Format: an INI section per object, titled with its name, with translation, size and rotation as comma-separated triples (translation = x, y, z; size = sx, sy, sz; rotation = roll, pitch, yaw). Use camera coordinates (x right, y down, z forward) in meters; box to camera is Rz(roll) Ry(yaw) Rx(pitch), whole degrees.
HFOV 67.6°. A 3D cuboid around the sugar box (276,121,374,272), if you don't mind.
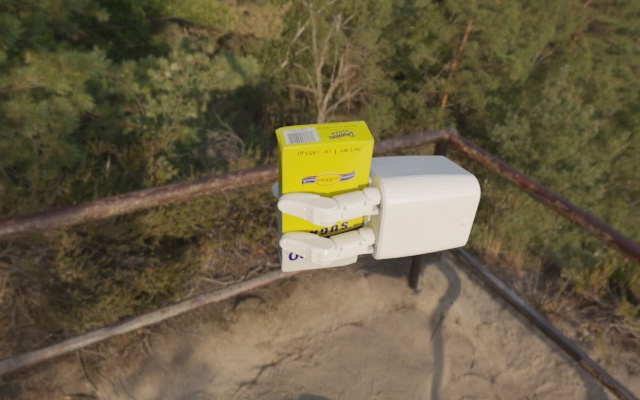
[sugar box]
translation = 0.000, 0.002, 0.521
size = 0.093, 0.176, 0.048
rotation = -6, 39, -10
